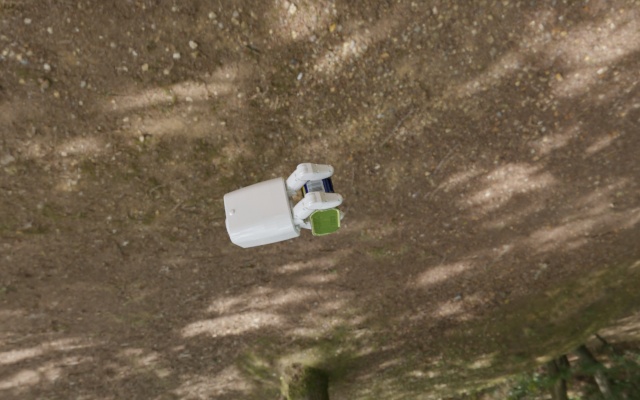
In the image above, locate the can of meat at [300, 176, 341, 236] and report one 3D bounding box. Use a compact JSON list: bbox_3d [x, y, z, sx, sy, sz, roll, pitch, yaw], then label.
[{"bbox_3d":[0.000,0.003,0.824,0.057,0.084,0.102,-13,-28,-3],"label":"can of meat"}]
